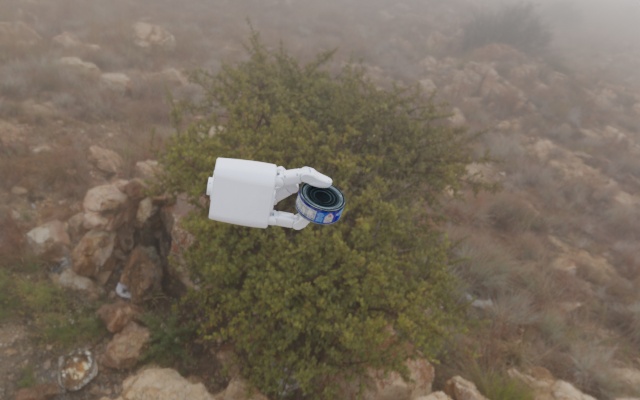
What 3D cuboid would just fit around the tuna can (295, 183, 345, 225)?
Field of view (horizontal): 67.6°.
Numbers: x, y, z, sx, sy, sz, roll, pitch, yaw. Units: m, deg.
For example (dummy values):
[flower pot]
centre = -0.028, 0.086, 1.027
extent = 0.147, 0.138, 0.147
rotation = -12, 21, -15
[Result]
[tuna can]
centre = 0.000, 0.002, 0.851
extent = 0.086, 0.034, 0.086
rotation = 13, 37, -10
